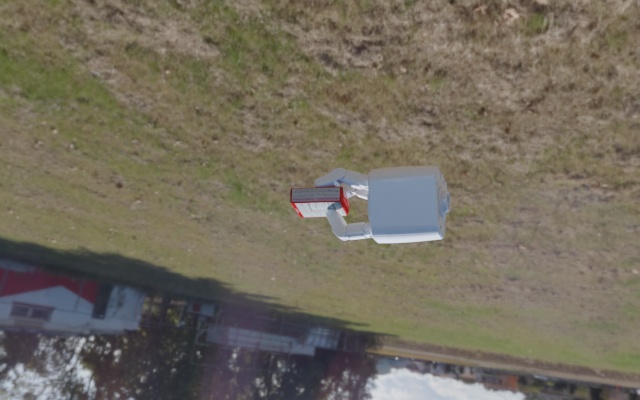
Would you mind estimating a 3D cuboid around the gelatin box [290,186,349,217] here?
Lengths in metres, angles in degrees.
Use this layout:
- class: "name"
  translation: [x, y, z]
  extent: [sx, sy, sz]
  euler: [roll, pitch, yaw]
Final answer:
- class: "gelatin box"
  translation: [0.000, 0.003, 0.810]
  extent: [0.089, 0.030, 0.073]
  euler: [-3, -21, 11]
